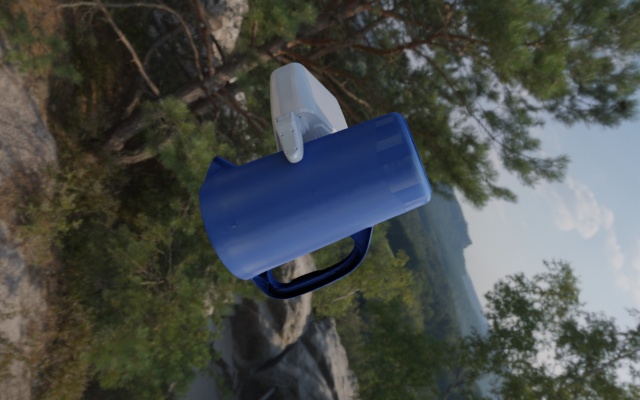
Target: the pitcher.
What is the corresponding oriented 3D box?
[{"bbox_3d":[0.000,0.002,0.551,0.243,0.145,0.149,-21,-41,11],"label":"pitcher"}]
